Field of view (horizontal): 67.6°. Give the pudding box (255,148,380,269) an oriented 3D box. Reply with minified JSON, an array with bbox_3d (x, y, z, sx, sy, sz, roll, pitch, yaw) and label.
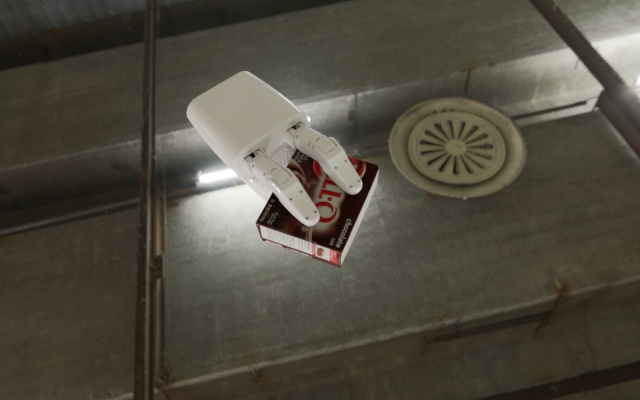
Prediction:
[{"bbox_3d":[0.000,0.002,0.483,0.090,0.113,0.039,17,-30,14],"label":"pudding box"}]
